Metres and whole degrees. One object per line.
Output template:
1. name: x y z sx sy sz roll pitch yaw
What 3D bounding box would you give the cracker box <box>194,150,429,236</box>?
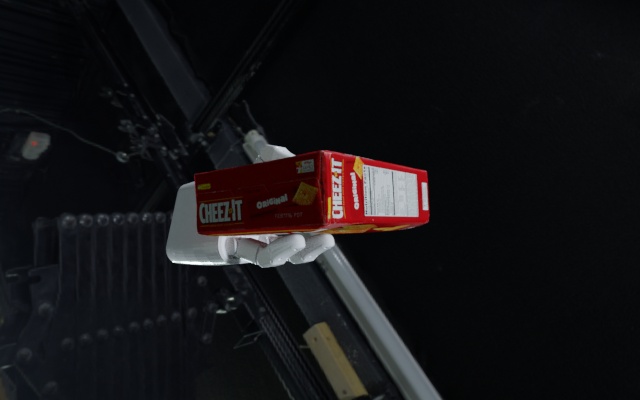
1. cracker box: 0.000 0.002 0.520 0.164 0.072 0.214 -7 -5 35
